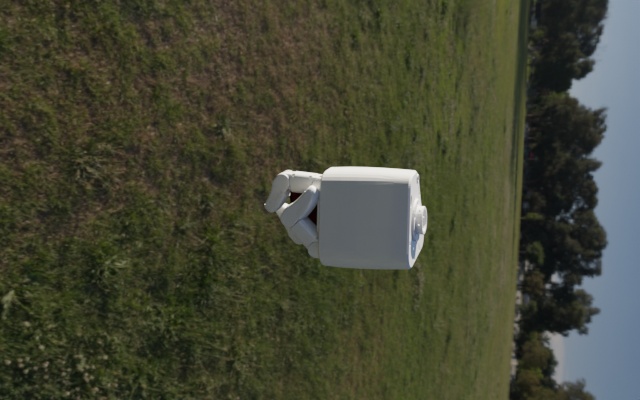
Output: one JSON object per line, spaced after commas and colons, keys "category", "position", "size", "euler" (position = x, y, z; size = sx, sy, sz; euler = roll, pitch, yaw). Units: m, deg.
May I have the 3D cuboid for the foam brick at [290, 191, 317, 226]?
{"category": "foam brick", "position": [0.000, 0.002, 0.630], "size": [0.051, 0.053, 0.078], "euler": [1, 17, 23]}
